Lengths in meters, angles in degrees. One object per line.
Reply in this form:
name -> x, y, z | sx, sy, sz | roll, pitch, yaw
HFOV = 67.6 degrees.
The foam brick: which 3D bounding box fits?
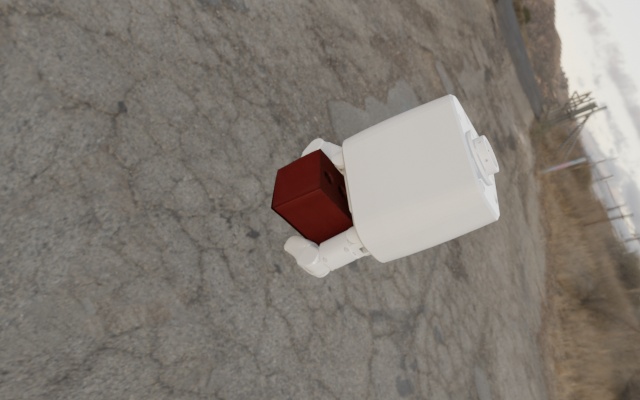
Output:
foam brick -> 0.000, 0.001, 0.442 | 0.051, 0.053, 0.078 | -25, -49, 26
